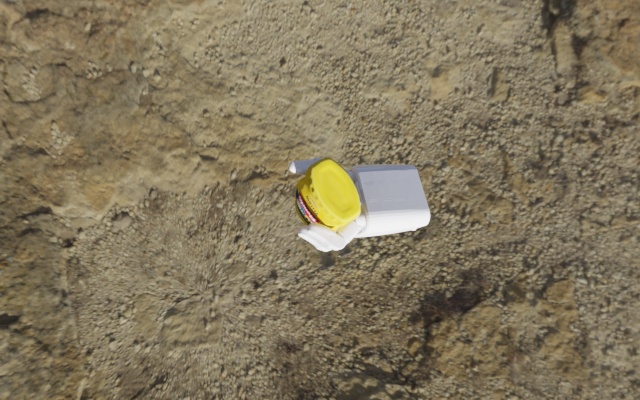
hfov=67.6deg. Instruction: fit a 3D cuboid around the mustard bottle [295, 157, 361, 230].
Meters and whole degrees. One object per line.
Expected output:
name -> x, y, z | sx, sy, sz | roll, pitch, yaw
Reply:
mustard bottle -> 0.000, 0.002, 0.744 | 0.058, 0.096, 0.192 | -30, -3, -17
